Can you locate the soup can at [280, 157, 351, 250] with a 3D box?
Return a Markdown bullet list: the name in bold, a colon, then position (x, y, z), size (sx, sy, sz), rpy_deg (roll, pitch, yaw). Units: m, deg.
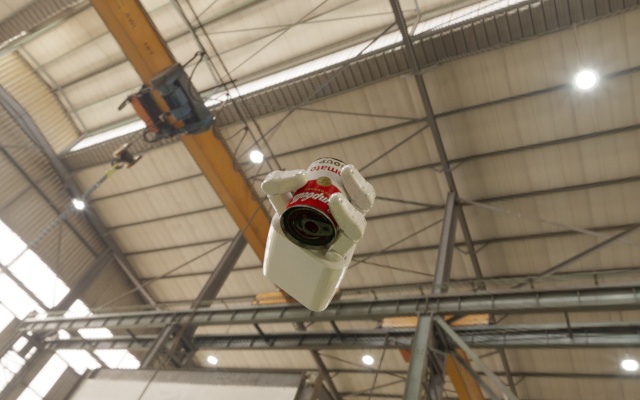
- **soup can**: position (0.000, 0.001, 0.584), size (0.068, 0.068, 0.102), rpy_deg (0, 38, 22)
